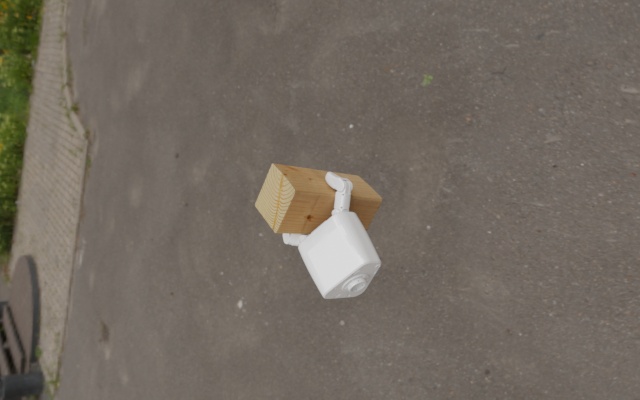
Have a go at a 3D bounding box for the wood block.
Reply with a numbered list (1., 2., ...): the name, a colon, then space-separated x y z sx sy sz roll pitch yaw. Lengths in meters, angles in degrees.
1. wood block: 0.000 0.003 0.874 0.206 0.091 0.090 5 31 -40
